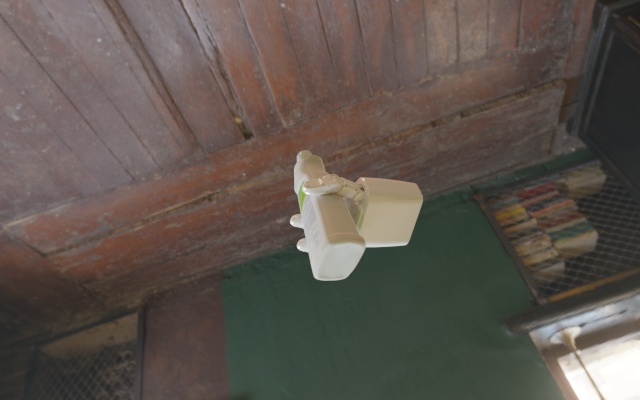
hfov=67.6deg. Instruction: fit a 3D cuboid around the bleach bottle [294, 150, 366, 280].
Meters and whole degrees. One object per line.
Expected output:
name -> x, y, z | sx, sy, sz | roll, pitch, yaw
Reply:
bleach bottle -> 0.000, 0.003, 0.786 | 0.068, 0.250, 0.103 | 3, -45, -21
